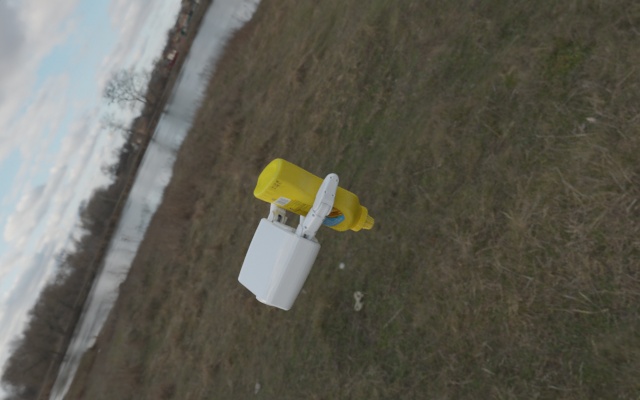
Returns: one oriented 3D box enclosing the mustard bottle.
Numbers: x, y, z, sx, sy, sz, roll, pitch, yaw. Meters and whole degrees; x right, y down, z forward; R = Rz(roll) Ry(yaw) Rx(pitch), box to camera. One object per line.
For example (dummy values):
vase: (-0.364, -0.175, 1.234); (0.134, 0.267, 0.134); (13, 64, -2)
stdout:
mustard bottle: (0.000, 0.002, 0.737); (0.192, 0.058, 0.096); (24, -26, -20)
